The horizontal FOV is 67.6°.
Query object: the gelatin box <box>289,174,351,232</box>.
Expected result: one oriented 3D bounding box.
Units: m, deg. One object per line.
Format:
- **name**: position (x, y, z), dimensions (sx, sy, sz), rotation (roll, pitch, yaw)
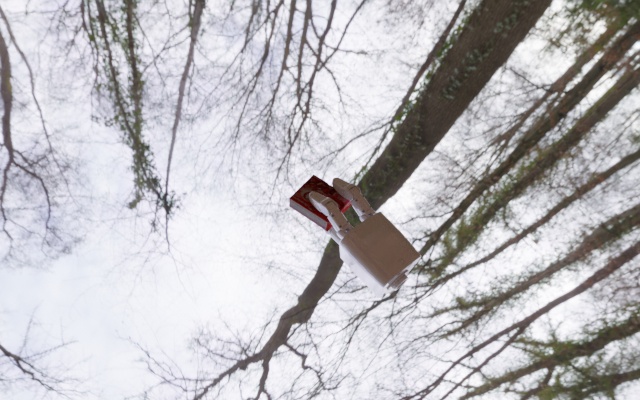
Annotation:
- **gelatin box**: position (0.000, 0.003, 0.855), dimensions (0.089, 0.073, 0.030), rotation (32, -34, 17)
